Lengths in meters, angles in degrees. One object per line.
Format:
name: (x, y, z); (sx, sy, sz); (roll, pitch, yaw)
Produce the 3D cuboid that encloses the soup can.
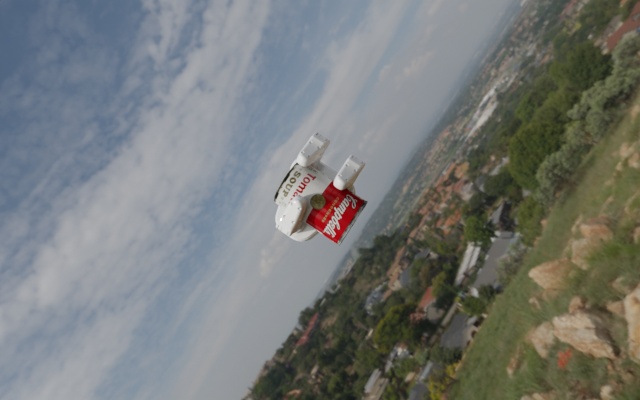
soup can: (0.000, 0.002, 0.612); (0.102, 0.068, 0.068); (34, 3, 5)
